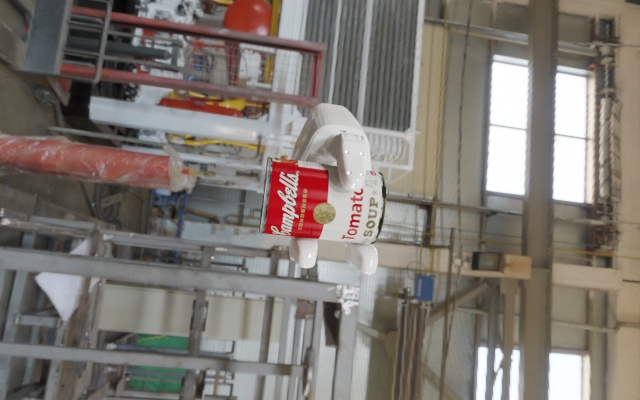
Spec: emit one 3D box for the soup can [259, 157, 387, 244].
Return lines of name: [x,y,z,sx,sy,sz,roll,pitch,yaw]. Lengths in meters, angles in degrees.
soup can: [0.000,0.002,0.422,0.102,0.068,0.068,7,-1,-8]
